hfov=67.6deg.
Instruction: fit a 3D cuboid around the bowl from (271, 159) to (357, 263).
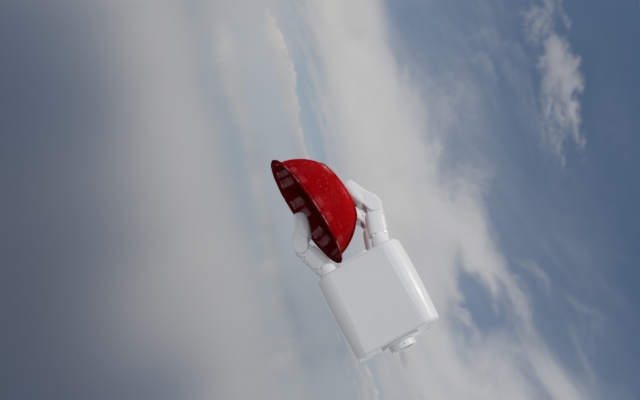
[{"bbox_3d":[0.000,0.001,0.635,0.055,0.162,0.162,-34,9,-13],"label":"bowl"}]
